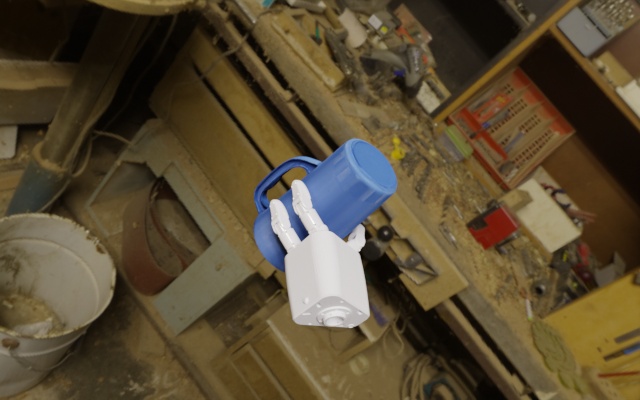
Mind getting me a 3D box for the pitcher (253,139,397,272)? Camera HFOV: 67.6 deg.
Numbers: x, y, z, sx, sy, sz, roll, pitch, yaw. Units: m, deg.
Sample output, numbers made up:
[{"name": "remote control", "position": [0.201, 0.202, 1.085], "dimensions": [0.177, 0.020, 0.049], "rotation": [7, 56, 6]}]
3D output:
[{"name": "pitcher", "position": [0.000, 0.003, 0.792], "dimensions": [0.149, 0.145, 0.243], "rotation": [25, -50, -31]}]
